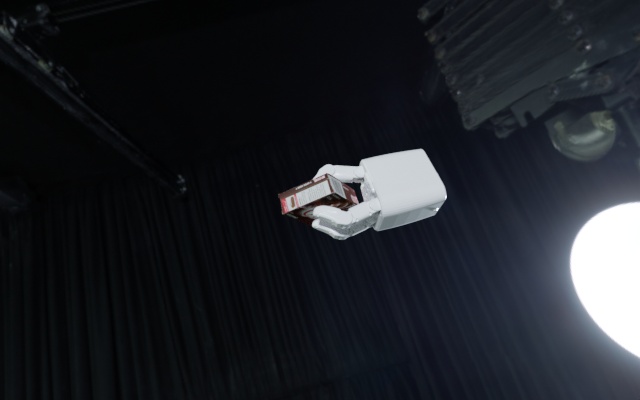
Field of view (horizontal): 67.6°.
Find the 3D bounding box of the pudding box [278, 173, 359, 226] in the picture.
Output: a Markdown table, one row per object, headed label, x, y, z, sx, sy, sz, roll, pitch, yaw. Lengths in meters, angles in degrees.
| label | x | y | z | sx | sy | sz | roll | pitch | yaw |
| --- | --- | --- | --- | --- | --- | --- | --- | --- | --- |
| pudding box | 0.000 | 0.002 | 0.752 | 0.090 | 0.039 | 0.113 | -24 | -24 | 18 |
